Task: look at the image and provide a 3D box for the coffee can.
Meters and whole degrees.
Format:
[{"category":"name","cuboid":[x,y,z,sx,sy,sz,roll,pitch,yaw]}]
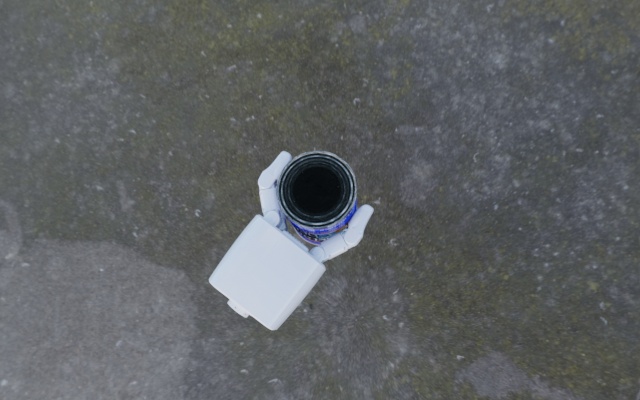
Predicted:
[{"category":"coffee can","cuboid":[0.000,0.002,0.665,0.103,0.102,0.140,0,-14,4]}]
